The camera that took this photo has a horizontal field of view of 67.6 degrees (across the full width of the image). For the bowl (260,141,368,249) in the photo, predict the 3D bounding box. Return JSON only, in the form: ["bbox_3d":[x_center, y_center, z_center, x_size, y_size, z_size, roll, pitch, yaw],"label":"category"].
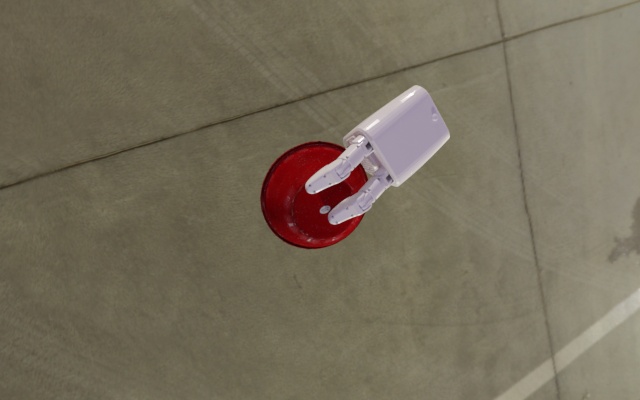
[{"bbox_3d":[-0.001,0.003,0.662,0.162,0.162,0.055,0,17,-14],"label":"bowl"}]
